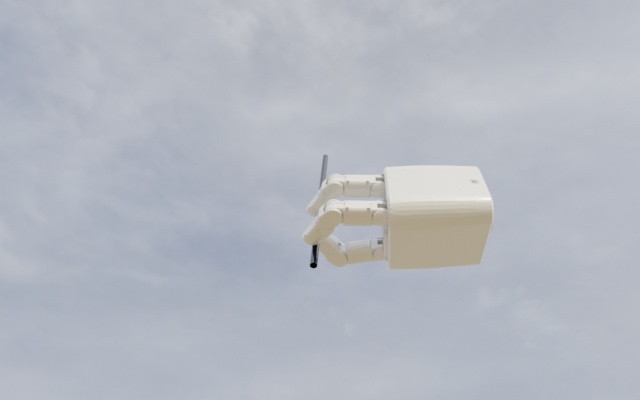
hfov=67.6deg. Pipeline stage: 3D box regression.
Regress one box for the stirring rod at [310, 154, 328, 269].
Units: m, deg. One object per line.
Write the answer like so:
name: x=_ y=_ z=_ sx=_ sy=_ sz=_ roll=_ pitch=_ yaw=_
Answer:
stirring rod: x=0.000 y=0.002 z=0.595 sx=0.011 sy=0.011 sz=0.239 roll=0 pitch=33 yaw=4
